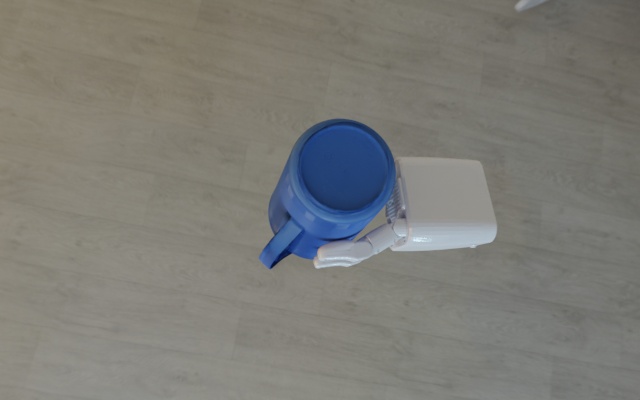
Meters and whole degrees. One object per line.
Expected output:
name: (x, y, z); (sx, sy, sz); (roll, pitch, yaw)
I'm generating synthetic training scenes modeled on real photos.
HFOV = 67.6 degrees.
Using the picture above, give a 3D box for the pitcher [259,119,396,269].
pitcher: (0.000, 0.002, 0.573); (0.145, 0.149, 0.243); (1, -12, -7)
